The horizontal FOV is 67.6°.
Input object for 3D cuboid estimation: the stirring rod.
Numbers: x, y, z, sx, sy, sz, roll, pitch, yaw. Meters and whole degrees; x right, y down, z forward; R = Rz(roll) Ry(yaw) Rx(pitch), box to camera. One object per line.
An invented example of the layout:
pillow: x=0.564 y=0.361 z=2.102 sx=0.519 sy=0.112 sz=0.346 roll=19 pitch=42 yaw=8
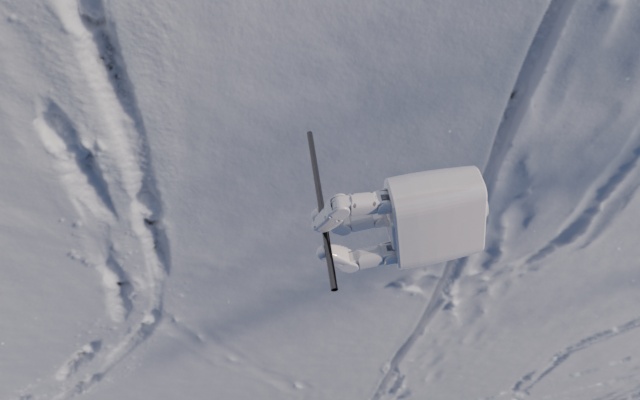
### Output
stirring rod: x=0.000 y=0.002 z=0.591 sx=0.011 sy=0.239 sz=0.011 roll=-6 pitch=-37 yaw=-4
